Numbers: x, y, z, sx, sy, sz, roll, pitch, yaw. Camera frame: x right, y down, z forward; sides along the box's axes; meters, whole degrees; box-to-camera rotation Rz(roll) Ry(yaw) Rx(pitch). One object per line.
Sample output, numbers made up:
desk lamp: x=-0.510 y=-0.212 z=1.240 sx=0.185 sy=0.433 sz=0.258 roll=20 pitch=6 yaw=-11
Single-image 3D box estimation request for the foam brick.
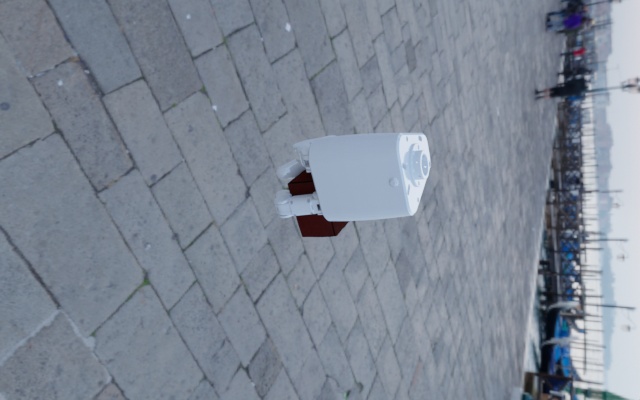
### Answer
foam brick: x=0.000 y=0.002 z=0.608 sx=0.051 sy=0.078 sz=0.053 roll=-3 pitch=23 yaw=29
